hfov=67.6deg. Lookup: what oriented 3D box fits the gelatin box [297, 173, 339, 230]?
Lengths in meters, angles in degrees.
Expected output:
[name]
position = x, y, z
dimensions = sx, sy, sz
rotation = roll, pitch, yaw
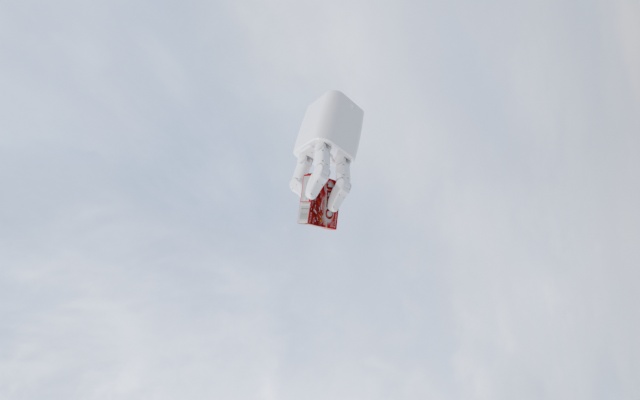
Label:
[gelatin box]
position = 0.000, 0.003, 0.837
dimensions = 0.030, 0.089, 0.073
rotation = 0, -10, 45
